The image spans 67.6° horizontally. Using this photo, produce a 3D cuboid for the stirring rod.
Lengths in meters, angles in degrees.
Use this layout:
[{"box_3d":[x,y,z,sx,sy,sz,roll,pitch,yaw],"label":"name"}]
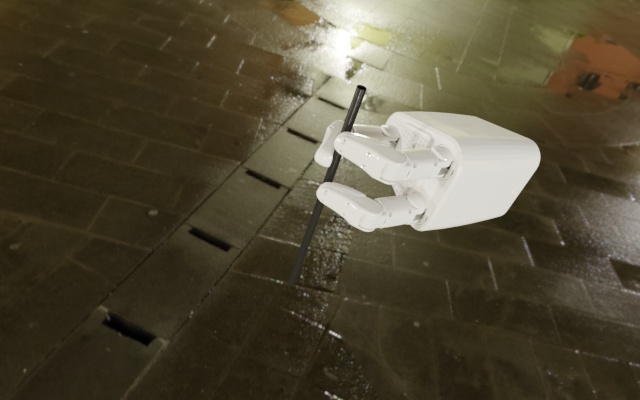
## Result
[{"box_3d":[0.000,0.001,0.442,0.011,0.240,0.011,12,39,-10],"label":"stirring rod"}]
